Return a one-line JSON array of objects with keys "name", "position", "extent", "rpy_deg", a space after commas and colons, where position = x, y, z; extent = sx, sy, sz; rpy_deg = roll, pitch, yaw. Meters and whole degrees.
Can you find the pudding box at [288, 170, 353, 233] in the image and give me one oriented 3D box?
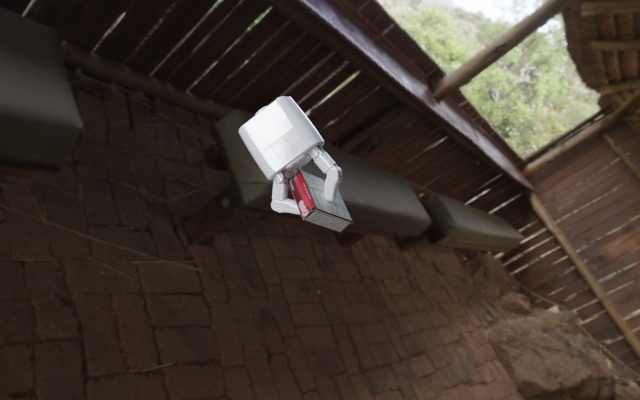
[{"name": "pudding box", "position": [0.000, 0.003, 0.850], "extent": [0.039, 0.090, 0.113], "rpy_deg": [-39, -35, 25]}]
